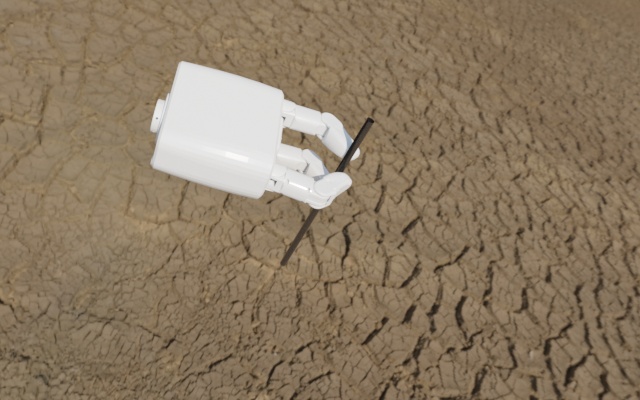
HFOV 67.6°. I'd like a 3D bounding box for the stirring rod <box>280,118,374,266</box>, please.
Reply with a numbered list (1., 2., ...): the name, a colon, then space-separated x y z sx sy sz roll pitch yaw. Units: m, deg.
1. stirring rod: 0.000 0.002 0.537 0.011 0.011 0.240 0 -41 -32
